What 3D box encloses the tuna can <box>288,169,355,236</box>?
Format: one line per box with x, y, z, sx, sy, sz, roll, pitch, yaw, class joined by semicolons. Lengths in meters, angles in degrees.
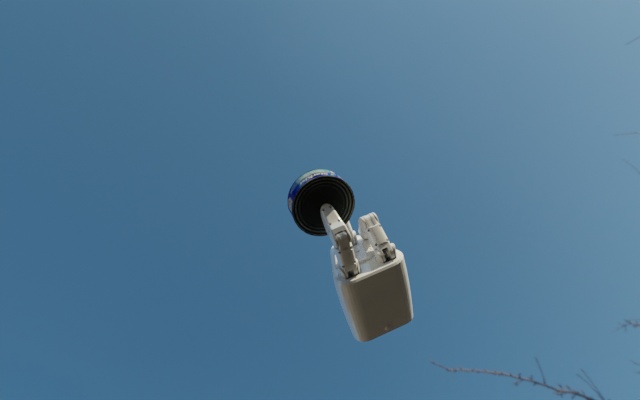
0.000;0.002;0.635;0.086;0.086;0.033;0;22;-18;tuna can
